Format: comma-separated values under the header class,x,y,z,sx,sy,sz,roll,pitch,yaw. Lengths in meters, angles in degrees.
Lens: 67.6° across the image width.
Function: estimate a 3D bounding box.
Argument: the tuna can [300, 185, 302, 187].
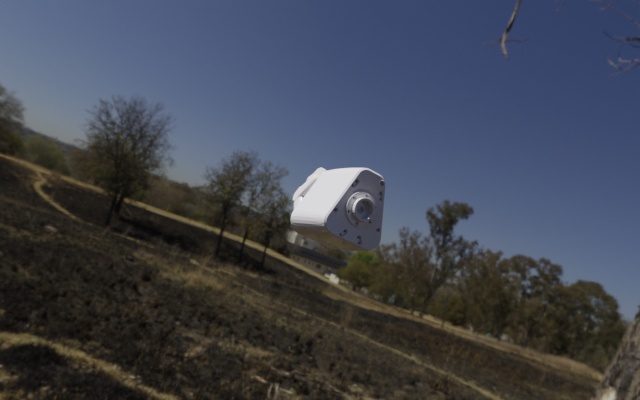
class,x,y,z,sx,sy,sz,roll,pitch,yaw
tuna can,0.000,0.002,0.814,0.086,0.033,0.086,16,-12,3
